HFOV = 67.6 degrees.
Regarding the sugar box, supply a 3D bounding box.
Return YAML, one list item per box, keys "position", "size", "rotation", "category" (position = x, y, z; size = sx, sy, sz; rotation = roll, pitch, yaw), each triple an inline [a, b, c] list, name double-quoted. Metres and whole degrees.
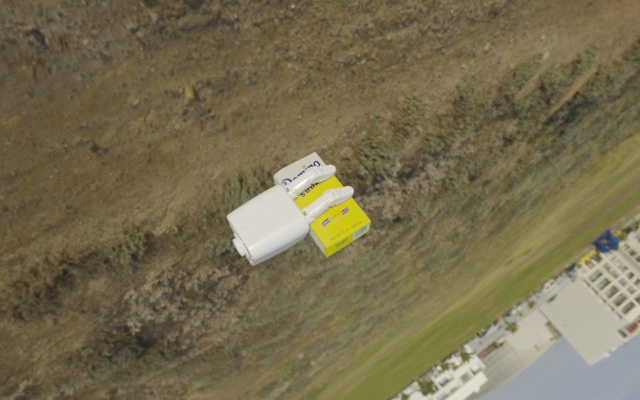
- position: [0.000, 0.003, 0.837]
  size: [0.093, 0.176, 0.048]
  rotation: [-30, -25, -16]
  category: "sugar box"
